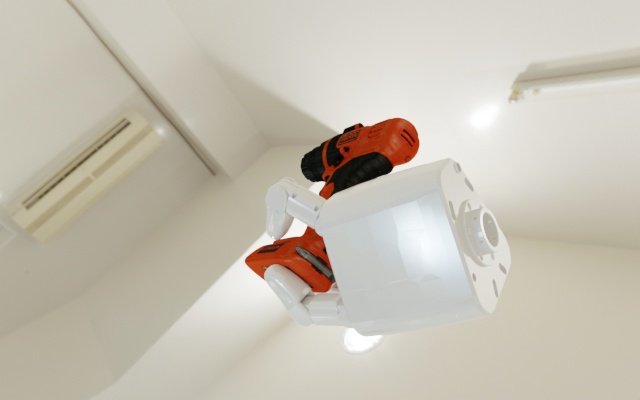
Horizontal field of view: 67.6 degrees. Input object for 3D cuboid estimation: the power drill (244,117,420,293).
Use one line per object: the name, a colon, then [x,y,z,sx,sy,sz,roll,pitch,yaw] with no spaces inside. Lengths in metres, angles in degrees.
power drill: [0.000,0.002,0.496,0.057,0.187,0.184,40,-26,-21]
